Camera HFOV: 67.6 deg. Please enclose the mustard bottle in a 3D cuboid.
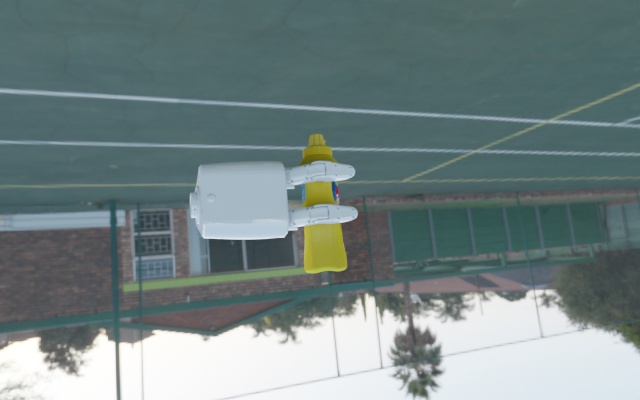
[{"bbox_3d":[0.000,0.002,0.659,0.058,0.191,0.096,-5,-9,4],"label":"mustard bottle"}]
